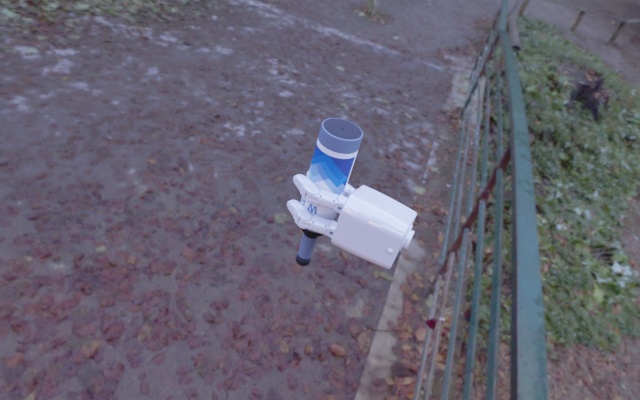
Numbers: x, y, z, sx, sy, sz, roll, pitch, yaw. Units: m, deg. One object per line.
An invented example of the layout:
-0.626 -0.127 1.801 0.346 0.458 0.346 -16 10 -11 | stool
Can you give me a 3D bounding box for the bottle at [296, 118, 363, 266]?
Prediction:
0.000 0.002 0.824 0.069 0.296 0.069 11 37 -8 | bottle
